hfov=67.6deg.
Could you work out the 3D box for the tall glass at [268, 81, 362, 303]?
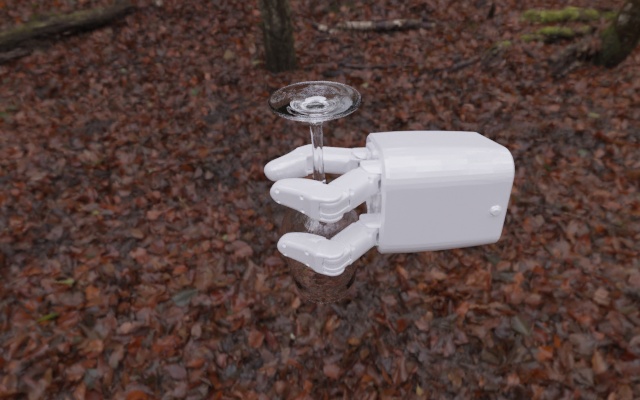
[{"bbox_3d":[0.000,0.001,0.432,0.079,0.201,0.079,-2,35,1],"label":"tall glass"}]
